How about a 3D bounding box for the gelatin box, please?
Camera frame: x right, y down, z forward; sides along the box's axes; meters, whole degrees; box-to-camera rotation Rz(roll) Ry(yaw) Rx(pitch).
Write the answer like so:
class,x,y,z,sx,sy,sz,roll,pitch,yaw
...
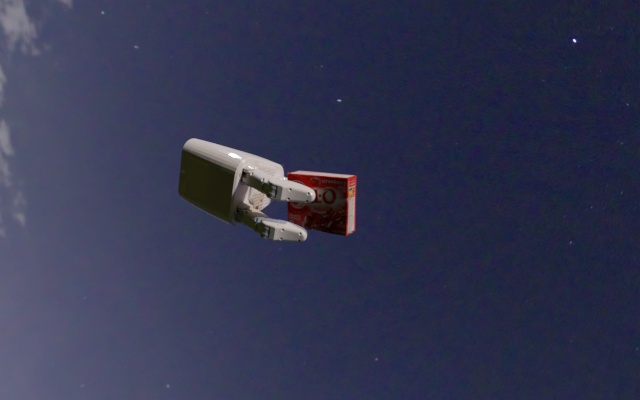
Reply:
class,x,y,z,sx,sy,sz,roll,pitch,yaw
gelatin box,0.001,0.002,0.609,0.089,0.073,0.030,7,13,27
